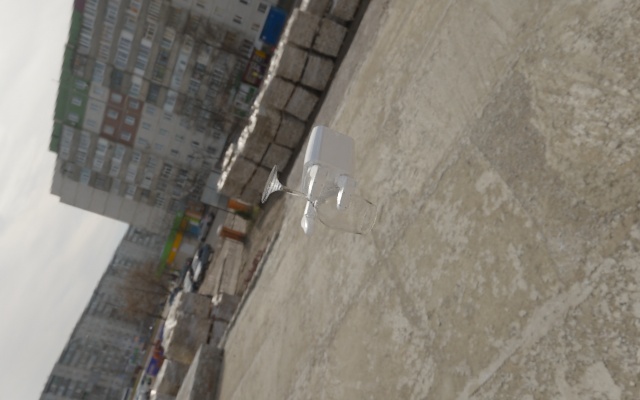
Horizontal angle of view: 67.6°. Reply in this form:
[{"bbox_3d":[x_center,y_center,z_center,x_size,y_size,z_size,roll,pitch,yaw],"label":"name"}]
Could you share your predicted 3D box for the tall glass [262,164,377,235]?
[{"bbox_3d":[-0.001,0.003,0.868,0.201,0.079,0.079,21,-5,-14],"label":"tall glass"}]
